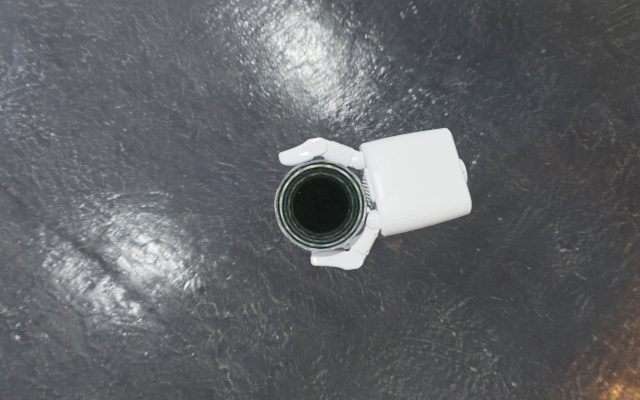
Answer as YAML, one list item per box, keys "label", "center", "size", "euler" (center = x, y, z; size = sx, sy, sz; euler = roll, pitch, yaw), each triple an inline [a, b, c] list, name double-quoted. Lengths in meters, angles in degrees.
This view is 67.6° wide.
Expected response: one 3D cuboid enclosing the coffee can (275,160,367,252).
- label: "coffee can"
  center: [0.000, 0.002, 0.593]
  size: [0.103, 0.103, 0.140]
  euler: [0, 4, 0]
